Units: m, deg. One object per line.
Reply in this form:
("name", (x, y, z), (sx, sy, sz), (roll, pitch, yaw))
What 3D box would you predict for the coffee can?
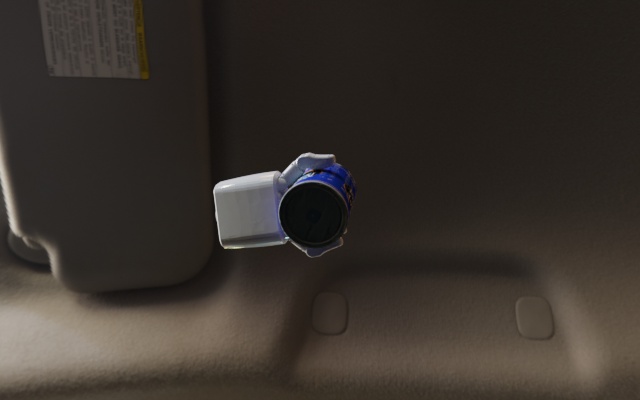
("coffee can", (0.000, 0.002, 0.752), (0.103, 0.103, 0.140), (0, 17, 10))
